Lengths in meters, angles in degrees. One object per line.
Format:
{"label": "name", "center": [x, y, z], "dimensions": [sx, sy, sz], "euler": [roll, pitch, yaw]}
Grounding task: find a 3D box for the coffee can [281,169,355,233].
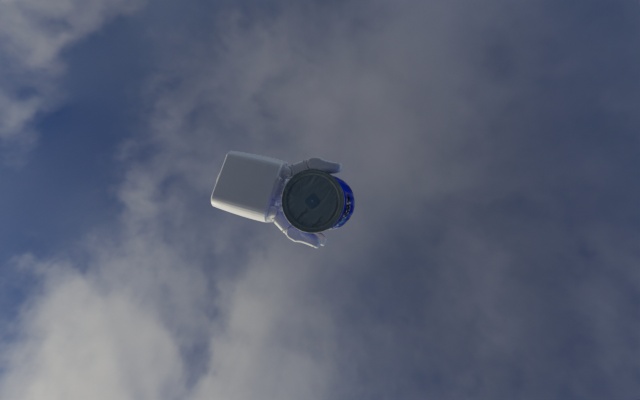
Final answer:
{"label": "coffee can", "center": [0.000, 0.003, 0.825], "dimensions": [0.103, 0.103, 0.140], "euler": [0, -1, 11]}
